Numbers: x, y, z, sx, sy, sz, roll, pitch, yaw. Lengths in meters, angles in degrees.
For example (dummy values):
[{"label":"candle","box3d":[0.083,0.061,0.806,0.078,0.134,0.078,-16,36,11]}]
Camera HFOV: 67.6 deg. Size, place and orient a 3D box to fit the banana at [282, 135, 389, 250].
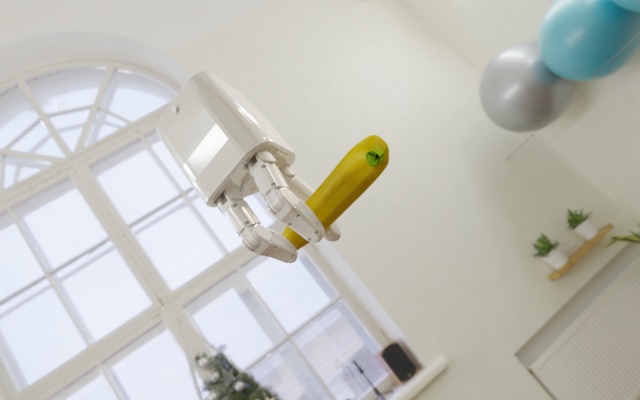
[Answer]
[{"label":"banana","box3d":[0.014,-0.008,0.465,0.069,0.037,0.198,-32,-12,-39]}]
